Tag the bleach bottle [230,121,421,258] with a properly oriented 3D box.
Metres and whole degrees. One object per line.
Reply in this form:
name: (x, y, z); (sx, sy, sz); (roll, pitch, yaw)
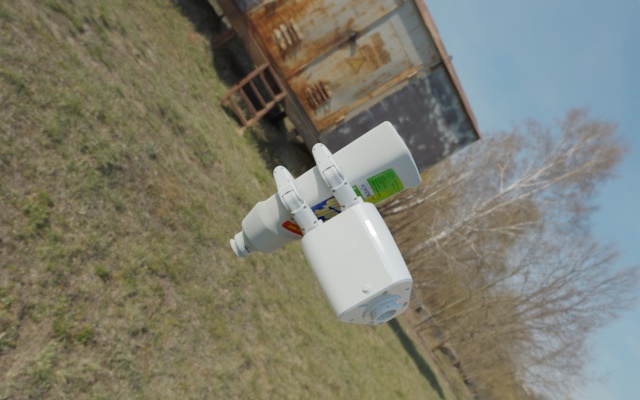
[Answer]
bleach bottle: (0.000, 0.002, 0.614); (0.251, 0.068, 0.103); (-31, -32, 7)
